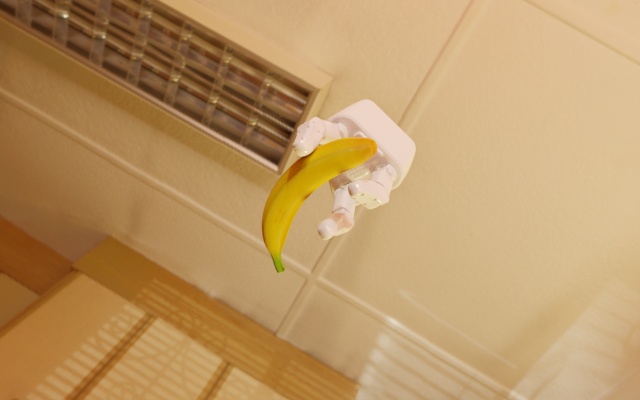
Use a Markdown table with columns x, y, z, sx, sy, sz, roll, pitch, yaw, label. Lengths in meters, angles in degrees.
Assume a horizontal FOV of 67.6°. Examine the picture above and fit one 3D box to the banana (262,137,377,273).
| x | y | z | sx | sy | sz | roll | pitch | yaw | label |
| --- | --- | --- | --- | --- | --- | --- | --- | --- | --- |
| -0.016 | -0.008 | 0.526 | 0.069 | 0.198 | 0.037 | 40 | 30 | 6 | banana |
